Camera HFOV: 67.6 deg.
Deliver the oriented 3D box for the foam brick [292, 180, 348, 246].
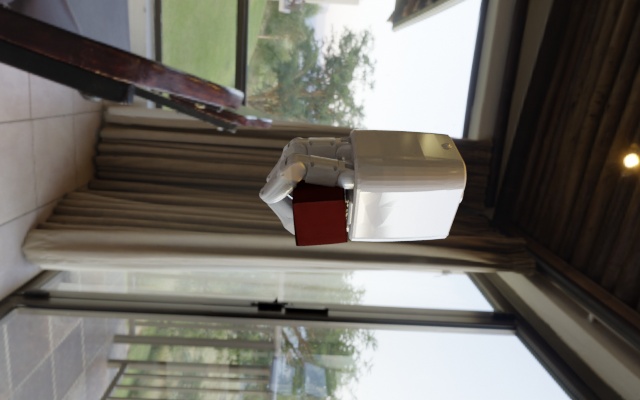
[{"bbox_3d":[0.000,0.002,0.483,0.051,0.053,0.078,-2,33,2],"label":"foam brick"}]
